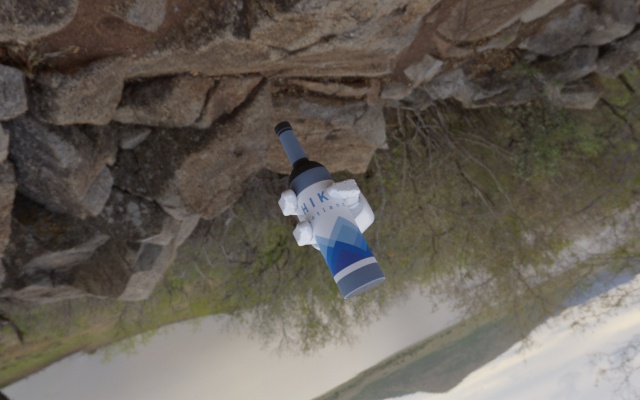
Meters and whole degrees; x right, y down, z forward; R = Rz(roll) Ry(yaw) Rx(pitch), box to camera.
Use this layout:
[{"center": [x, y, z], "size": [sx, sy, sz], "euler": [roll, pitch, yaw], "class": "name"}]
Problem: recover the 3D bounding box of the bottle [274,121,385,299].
[{"center": [0.000, 0.003, 0.731], "size": [0.069, 0.295, 0.069], "euler": [-24, -19, -9], "class": "bottle"}]
